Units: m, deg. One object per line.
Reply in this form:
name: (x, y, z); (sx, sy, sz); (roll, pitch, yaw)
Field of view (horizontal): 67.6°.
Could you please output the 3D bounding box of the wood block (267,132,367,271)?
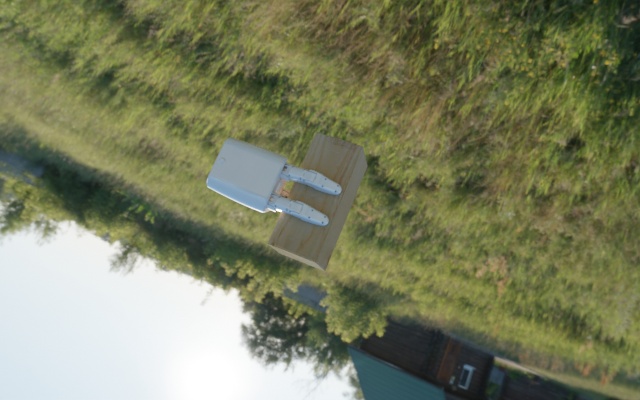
wood block: (0.000, 0.003, 0.814); (0.090, 0.206, 0.091); (20, -13, 15)
